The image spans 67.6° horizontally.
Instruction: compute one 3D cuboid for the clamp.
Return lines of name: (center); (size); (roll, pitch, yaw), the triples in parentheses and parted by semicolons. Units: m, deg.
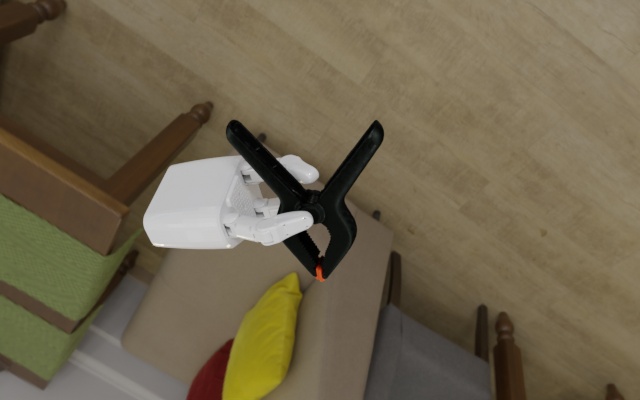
clamp: (0.000, 0.003, 0.522); (0.164, 0.210, 0.036); (-3, 33, 20)
